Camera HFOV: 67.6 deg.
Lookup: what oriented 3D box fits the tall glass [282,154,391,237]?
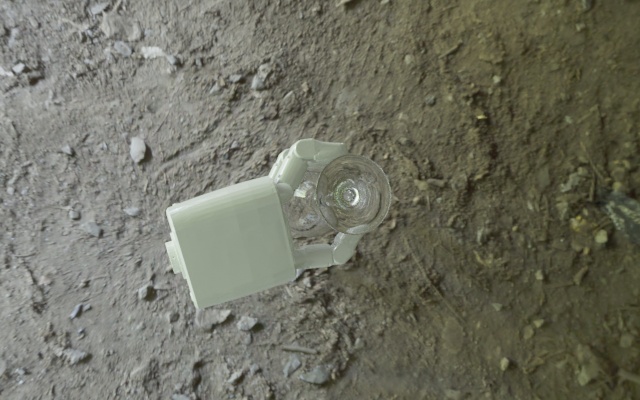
[{"bbox_3d":[0.000,0.002,0.529,0.079,0.079,0.201,0,-4,-18],"label":"tall glass"}]
